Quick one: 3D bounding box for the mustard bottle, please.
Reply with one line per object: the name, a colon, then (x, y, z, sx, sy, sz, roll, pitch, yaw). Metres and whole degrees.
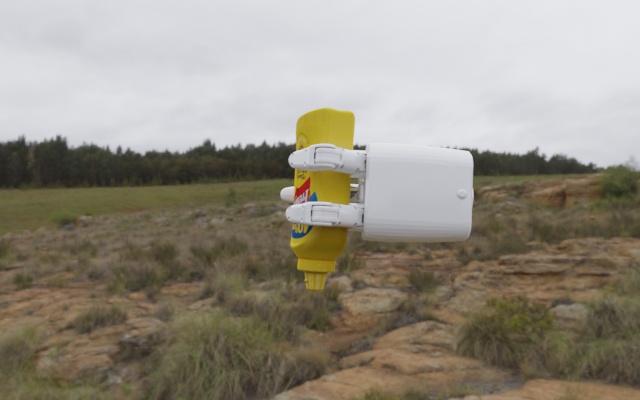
mustard bottle: (0.000, 0.001, 0.525, 0.058, 0.191, 0.096, 5, -4, -22)
